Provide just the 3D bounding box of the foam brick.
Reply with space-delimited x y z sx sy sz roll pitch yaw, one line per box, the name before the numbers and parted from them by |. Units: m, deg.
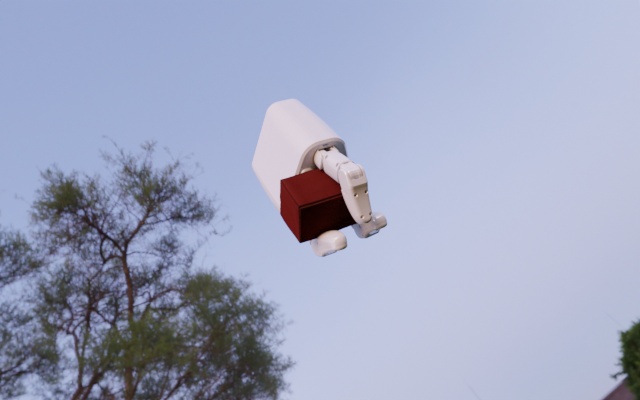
foam brick | 0.000 0.002 0.516 0.078 0.053 0.051 -18 45 -24
